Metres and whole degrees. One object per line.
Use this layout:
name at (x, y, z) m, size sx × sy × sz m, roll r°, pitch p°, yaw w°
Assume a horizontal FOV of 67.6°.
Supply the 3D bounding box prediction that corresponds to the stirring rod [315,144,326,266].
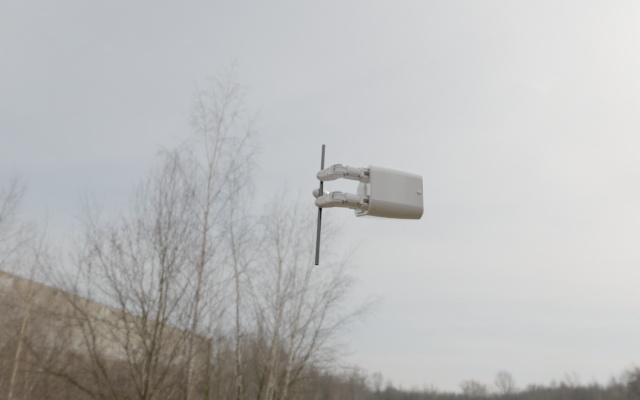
stirring rod at (0.000, 0.003, 0.890) m, size 0.011 × 0.239 × 0.011 m, roll 3°, pitch -22°, yaw 1°
